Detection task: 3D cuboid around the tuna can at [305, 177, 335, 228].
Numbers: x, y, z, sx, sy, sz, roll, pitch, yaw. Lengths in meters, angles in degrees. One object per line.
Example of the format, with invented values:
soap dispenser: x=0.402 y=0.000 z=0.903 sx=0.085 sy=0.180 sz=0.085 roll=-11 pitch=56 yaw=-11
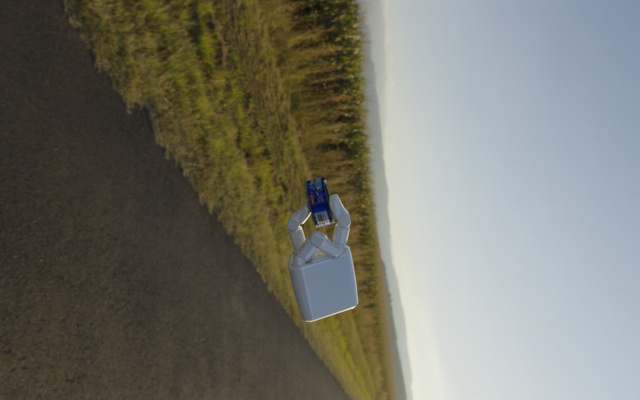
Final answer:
tuna can: x=0.001 y=0.003 z=0.847 sx=0.034 sy=0.086 sz=0.086 roll=-13 pitch=-1 yaw=6
